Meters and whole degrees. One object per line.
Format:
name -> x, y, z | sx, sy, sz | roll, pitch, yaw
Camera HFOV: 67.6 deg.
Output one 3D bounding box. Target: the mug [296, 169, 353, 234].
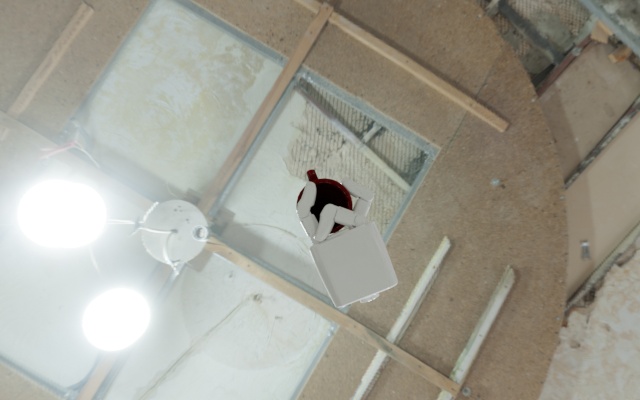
mug -> -0.001, 0.001, 0.822 | 0.093, 0.117, 0.081 | -22, -4, -5
